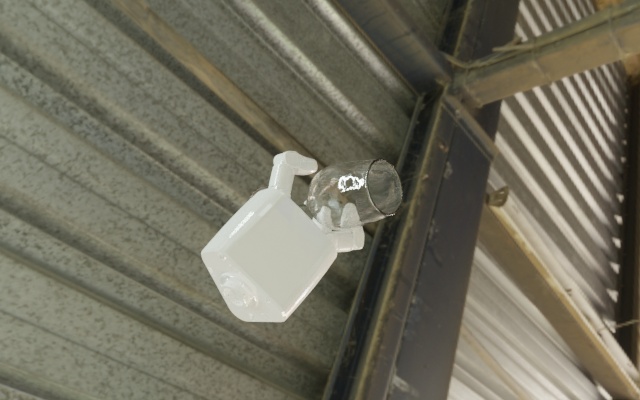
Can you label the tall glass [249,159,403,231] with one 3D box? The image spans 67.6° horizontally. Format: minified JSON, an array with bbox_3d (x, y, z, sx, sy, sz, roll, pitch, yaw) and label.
[{"bbox_3d":[0.000,0.002,0.575,0.079,0.079,0.201,0,-10,-45],"label":"tall glass"}]
